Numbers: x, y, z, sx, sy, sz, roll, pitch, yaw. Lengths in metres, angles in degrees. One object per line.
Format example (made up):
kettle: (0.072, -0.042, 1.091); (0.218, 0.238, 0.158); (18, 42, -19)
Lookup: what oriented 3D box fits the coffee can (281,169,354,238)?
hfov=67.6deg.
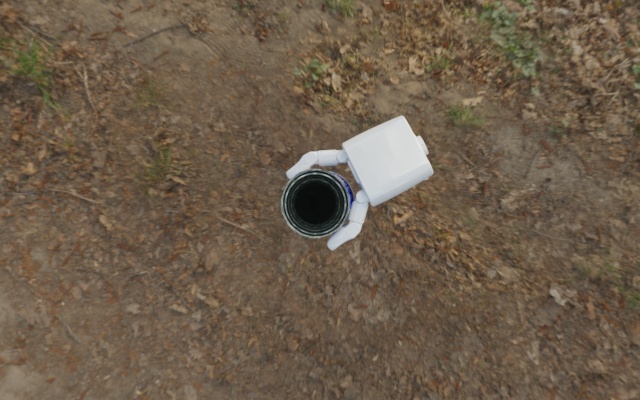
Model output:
coffee can: (0.000, 0.003, 0.765); (0.103, 0.103, 0.140); (0, 2, 7)
